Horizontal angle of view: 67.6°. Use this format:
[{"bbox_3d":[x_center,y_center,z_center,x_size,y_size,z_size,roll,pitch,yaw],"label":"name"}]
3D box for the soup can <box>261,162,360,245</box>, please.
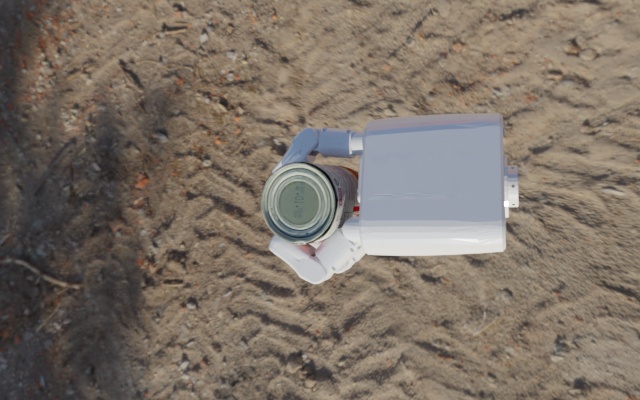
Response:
[{"bbox_3d":[-0.001,0.001,0.423,0.068,0.068,0.102,0,1,21],"label":"soup can"}]
